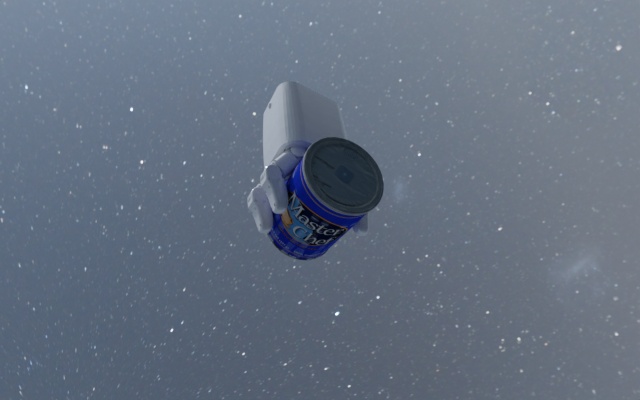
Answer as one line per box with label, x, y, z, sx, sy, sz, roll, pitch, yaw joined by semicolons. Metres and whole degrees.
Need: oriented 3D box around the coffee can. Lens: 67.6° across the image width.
coffee can;0.000;0.002;0.601;0.103;0.102;0.140;0;-28;-28
